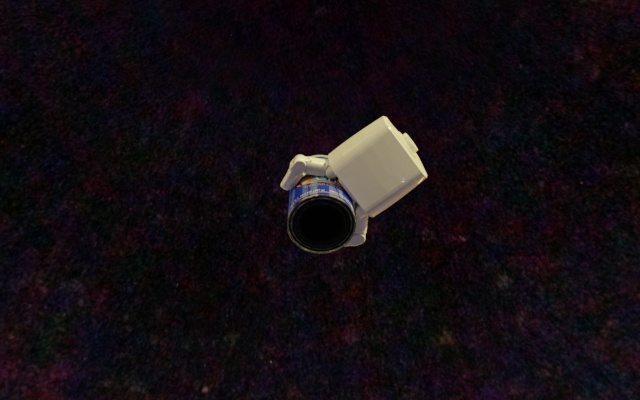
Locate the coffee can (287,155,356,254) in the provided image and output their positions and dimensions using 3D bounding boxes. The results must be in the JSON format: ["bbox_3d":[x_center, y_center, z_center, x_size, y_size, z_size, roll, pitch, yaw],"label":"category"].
[{"bbox_3d":[0.000,0.002,0.759,0.103,0.103,0.140,0,30,-1],"label":"coffee can"}]
